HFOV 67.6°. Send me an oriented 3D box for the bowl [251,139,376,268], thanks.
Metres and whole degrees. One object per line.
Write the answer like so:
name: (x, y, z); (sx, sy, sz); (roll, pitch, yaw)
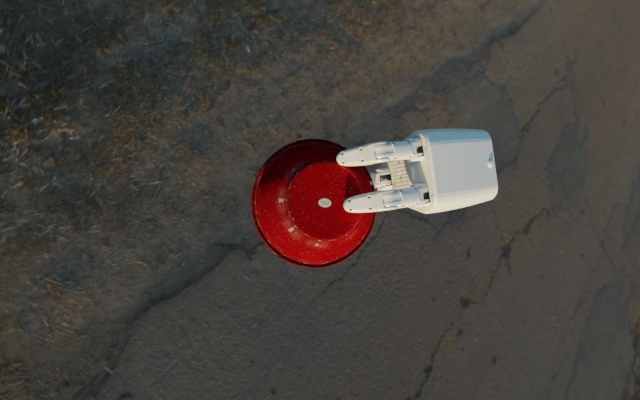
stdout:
bowl: (-0.001, 0.002, 0.571); (0.162, 0.162, 0.055); (0, -3, -14)
